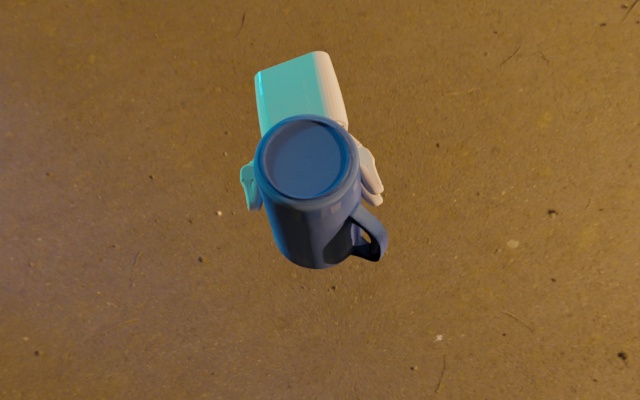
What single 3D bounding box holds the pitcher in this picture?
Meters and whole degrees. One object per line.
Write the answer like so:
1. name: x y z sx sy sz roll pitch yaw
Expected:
1. pitcher: 0.000 0.002 0.585 0.149 0.145 0.243 -12 -19 -1
